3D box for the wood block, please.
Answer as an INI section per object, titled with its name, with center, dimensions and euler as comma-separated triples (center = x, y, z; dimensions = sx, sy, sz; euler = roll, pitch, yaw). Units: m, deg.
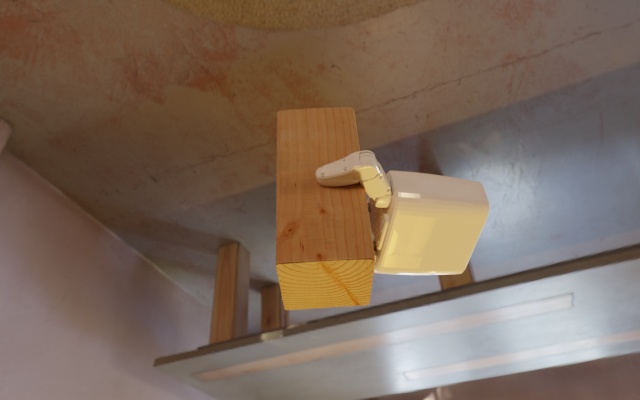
[wood block]
center = 0.000, 0.002, 0.516
dimensions = 0.090, 0.206, 0.091
euler = -3, -39, -1
